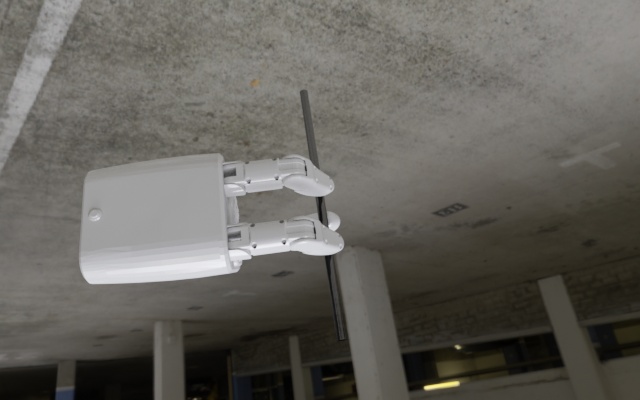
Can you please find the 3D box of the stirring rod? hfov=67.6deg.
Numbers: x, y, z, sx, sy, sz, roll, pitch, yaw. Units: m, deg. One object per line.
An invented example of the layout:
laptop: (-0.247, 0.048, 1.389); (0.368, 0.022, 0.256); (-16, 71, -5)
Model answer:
stirring rod: (0.000, 0.001, 0.424); (0.011, 0.239, 0.011); (-7, -24, -3)
